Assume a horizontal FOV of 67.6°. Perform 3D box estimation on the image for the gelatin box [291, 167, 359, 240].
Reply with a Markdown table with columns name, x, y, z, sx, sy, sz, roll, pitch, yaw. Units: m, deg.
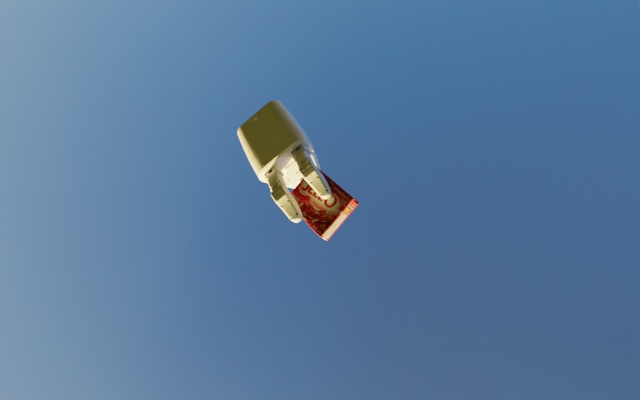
| name | x | y | z | sx | sy | sz | roll | pitch | yaw |
| --- | --- | --- | --- | --- | --- | --- | --- | --- | --- |
| gelatin box | 0.001 | 0.003 | 0.702 | 0.089 | 0.073 | 0.030 | 43 | 4 | 28 |
